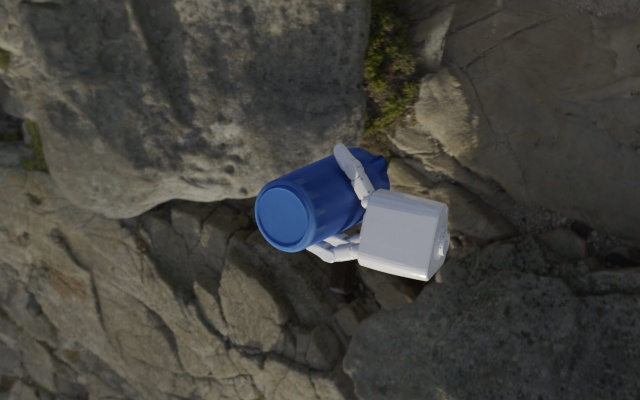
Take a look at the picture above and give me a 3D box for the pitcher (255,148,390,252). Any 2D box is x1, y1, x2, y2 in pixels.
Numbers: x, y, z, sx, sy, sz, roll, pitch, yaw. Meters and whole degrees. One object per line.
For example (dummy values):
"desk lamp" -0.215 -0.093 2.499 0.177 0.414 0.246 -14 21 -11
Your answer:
"pitcher" 0.000 0.003 0.775 0.145 0.149 0.243 15 21 28
